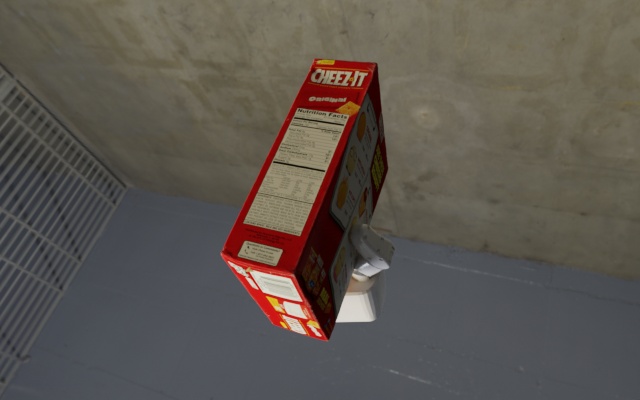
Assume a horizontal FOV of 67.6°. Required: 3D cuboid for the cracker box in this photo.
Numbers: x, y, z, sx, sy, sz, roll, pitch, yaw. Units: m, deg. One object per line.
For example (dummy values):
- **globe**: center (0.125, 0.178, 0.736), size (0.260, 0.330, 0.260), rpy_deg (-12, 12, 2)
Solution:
- **cracker box**: center (0.000, 0.002, 0.451), size (0.072, 0.213, 0.164), rpy_deg (12, -29, 18)
